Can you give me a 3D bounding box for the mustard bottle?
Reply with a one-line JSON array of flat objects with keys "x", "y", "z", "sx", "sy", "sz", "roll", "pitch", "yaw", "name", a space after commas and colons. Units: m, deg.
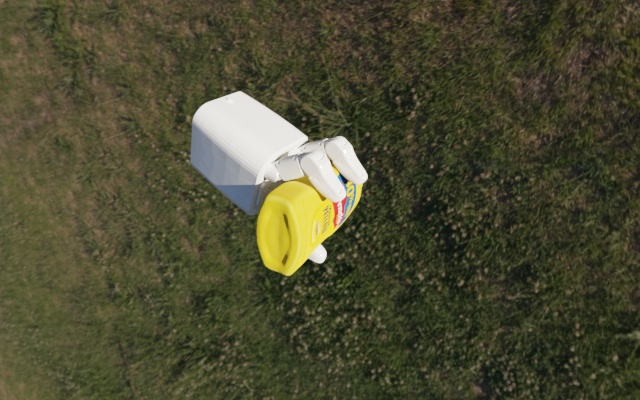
[{"x": 0.000, "y": 0.002, "z": 0.565, "sx": 0.058, "sy": 0.096, "sz": 0.191, "roll": 17, "pitch": 31, "yaw": 24, "name": "mustard bottle"}]
